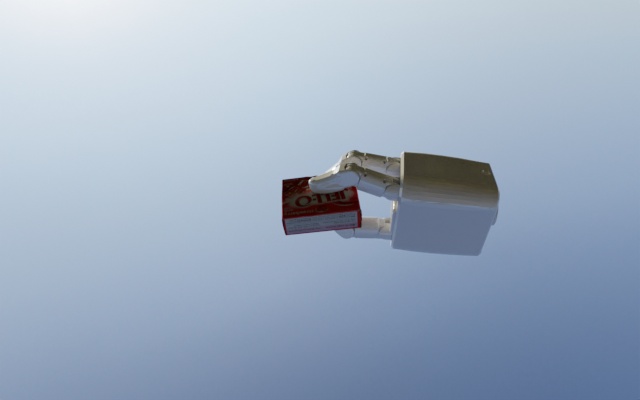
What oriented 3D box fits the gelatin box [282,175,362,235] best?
[{"bbox_3d":[0.000,0.002,0.554,0.089,0.030,0.073,-7,39,1],"label":"gelatin box"}]
